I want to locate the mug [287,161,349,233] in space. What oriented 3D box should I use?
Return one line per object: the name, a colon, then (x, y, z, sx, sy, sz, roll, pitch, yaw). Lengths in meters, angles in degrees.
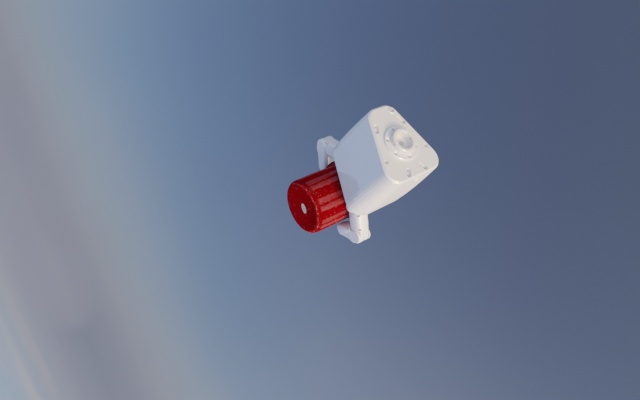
mug: (-0.001, 0.003, 0.719, 0.081, 0.093, 0.117, -24, -13, -31)
